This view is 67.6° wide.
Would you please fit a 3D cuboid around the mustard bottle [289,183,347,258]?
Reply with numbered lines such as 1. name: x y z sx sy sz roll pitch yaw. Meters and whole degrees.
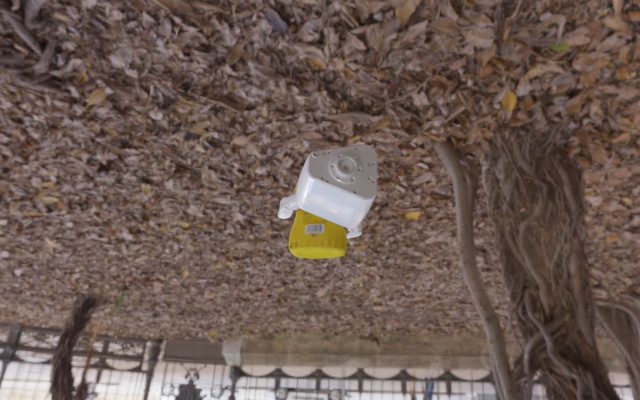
1. mustard bottle: 0.000 0.003 0.837 0.096 0.191 0.058 -4 -25 16
